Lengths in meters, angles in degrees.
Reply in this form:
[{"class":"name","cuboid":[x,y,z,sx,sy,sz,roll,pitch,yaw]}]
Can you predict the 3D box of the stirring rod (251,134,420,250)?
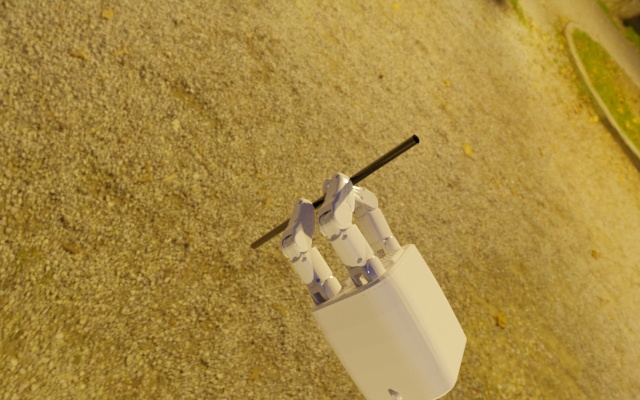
[{"class":"stirring rod","cuboid":[0.000,0.002,0.452,0.011,0.011,0.239,0,-24,-43]}]
